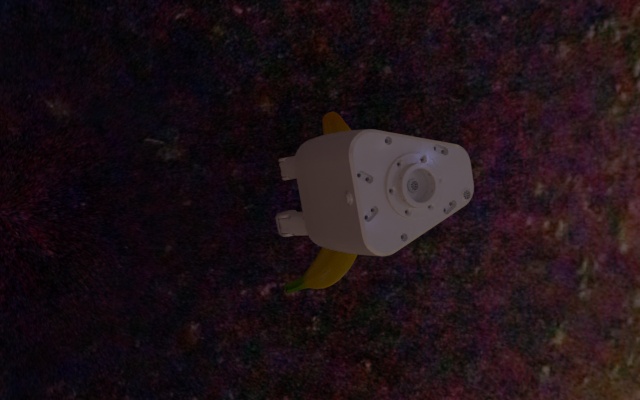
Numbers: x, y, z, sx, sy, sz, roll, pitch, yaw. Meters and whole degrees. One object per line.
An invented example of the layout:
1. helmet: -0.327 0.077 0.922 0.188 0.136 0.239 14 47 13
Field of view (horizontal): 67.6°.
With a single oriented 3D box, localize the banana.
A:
1. banana: 0.017 0.009 0.500 0.069 0.198 0.037 13 0 -12
